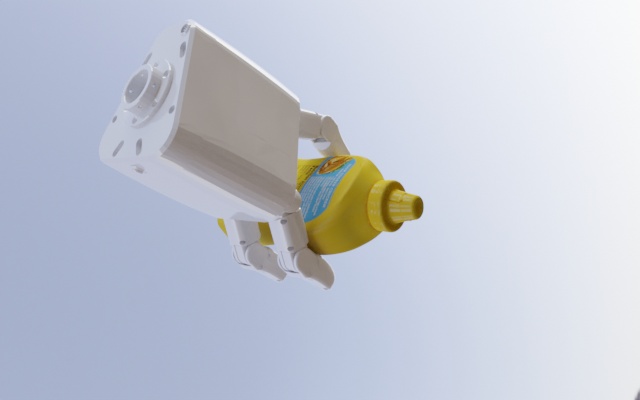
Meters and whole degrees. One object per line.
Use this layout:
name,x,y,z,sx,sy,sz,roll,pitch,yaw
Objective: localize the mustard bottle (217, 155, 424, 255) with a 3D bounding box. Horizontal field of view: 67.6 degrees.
mustard bottle,0.000,0.002,0.416,0.191,0.058,0.096,2,46,41
